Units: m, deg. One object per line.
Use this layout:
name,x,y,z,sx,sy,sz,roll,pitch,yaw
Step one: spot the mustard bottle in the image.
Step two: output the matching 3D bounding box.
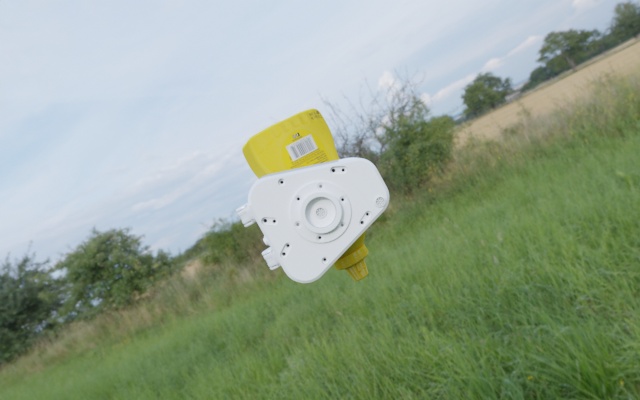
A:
mustard bottle,0.000,0.002,0.525,0.096,0.191,0.058,-30,3,-27
